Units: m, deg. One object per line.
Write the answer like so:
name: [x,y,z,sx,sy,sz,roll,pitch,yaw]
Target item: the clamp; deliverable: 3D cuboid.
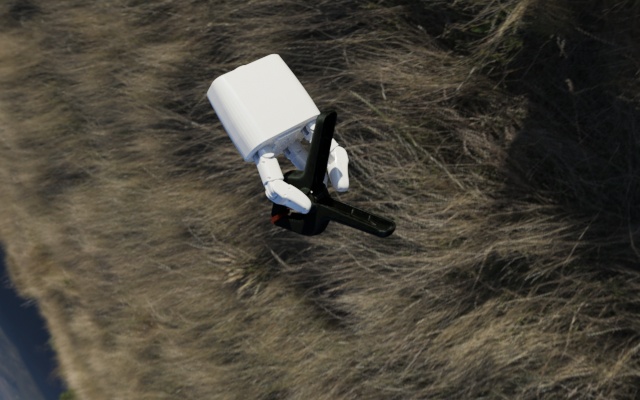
clamp: [-0.001,0.002,0.624,0.036,0.164,0.210,-27,-8,-39]
